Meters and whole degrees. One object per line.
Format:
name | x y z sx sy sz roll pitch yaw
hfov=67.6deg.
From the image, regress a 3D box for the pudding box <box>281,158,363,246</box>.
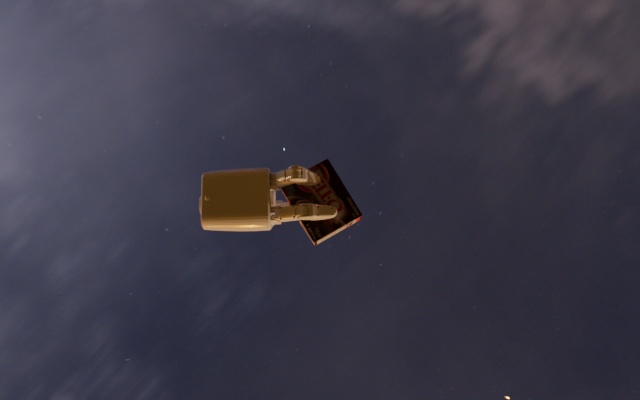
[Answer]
pudding box | 0.000 0.003 0.764 0.090 0.113 0.039 -29 -11 -9
